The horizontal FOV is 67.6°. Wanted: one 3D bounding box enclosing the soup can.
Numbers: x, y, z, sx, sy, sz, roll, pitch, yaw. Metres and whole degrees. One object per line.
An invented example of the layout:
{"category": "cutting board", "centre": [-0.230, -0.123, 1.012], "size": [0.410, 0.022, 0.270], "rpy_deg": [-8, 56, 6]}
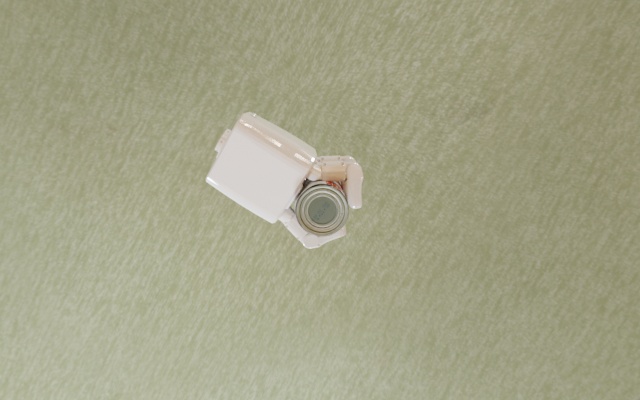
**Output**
{"category": "soup can", "centre": [0.000, 0.002, 0.629], "size": [0.068, 0.068, 0.102], "rpy_deg": [0, 12, -3]}
